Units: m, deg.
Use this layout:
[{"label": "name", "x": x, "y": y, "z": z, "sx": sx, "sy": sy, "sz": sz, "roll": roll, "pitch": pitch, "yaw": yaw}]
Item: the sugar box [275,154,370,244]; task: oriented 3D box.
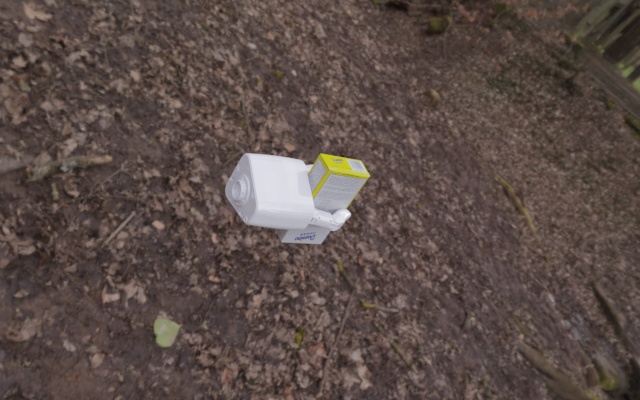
[{"label": "sugar box", "x": 0.000, "y": 0.002, "z": 0.826, "sx": 0.093, "sy": 0.048, "sz": 0.176, "roll": 7, "pitch": -46, "yaw": -37}]
